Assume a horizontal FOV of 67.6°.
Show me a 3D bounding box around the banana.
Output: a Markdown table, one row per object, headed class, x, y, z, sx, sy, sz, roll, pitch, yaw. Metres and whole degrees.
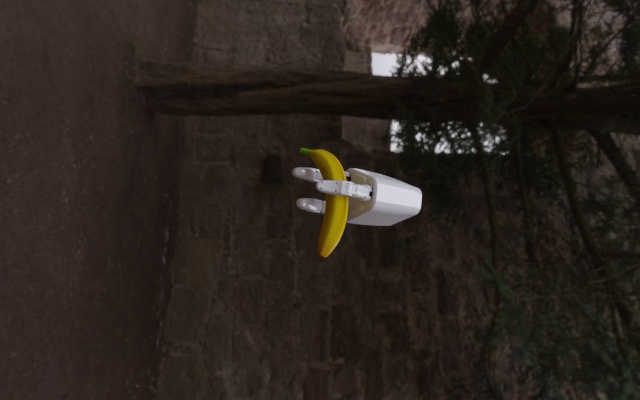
| class | x | y | z | sx | sy | sz | roll | pitch | yaw |
| --- | --- | --- | --- | --- | --- | --- | --- | --- | --- |
| banana | 0.015 | -0.006 | 0.794 | 0.069 | 0.197 | 0.037 | -21 | -23 | 29 |
